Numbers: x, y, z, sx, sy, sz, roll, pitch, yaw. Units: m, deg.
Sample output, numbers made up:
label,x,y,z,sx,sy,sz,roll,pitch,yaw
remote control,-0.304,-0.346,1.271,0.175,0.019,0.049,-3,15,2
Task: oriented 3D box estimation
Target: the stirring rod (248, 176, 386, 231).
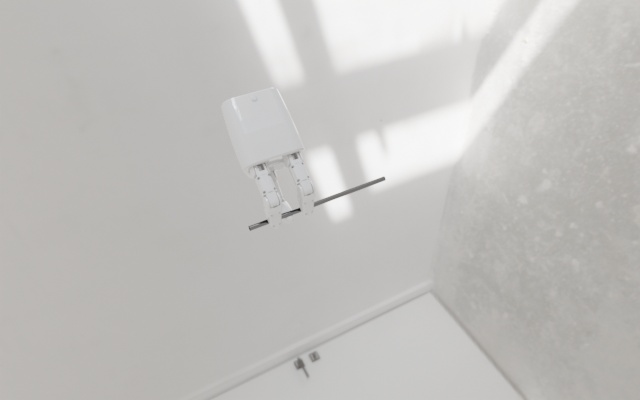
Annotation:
label,x,y,z,sx,sy,sz,roll,pitch,yaw
stirring rod,0.000,0.002,0.753,0.239,0.011,0.011,-20,7,-20
